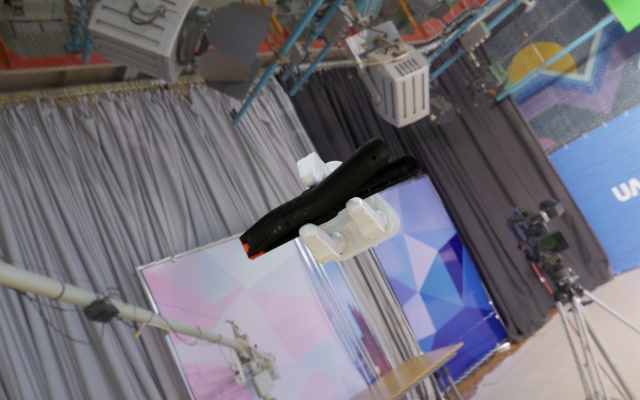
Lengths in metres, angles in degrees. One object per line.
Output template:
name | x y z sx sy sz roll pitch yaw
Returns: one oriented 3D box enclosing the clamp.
clamp | -0.001 0.001 0.486 0.210 0.036 0.164 -29 -12 11
